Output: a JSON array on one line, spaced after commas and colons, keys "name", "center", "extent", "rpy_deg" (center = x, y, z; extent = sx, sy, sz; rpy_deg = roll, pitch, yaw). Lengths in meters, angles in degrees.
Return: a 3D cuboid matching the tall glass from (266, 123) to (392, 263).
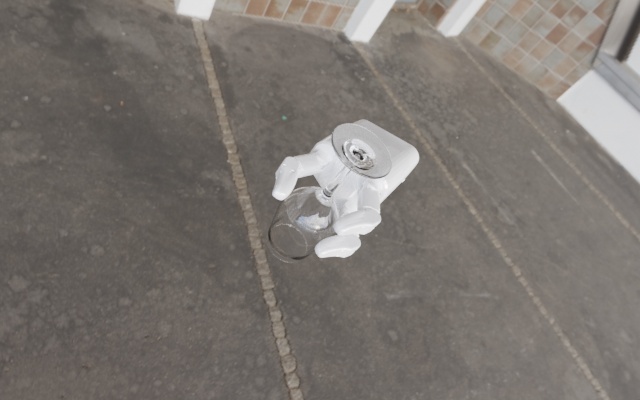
[{"name": "tall glass", "center": [0.000, 0.002, 0.574], "extent": [0.079, 0.079, 0.201], "rpy_deg": [0, -34, -33]}]
